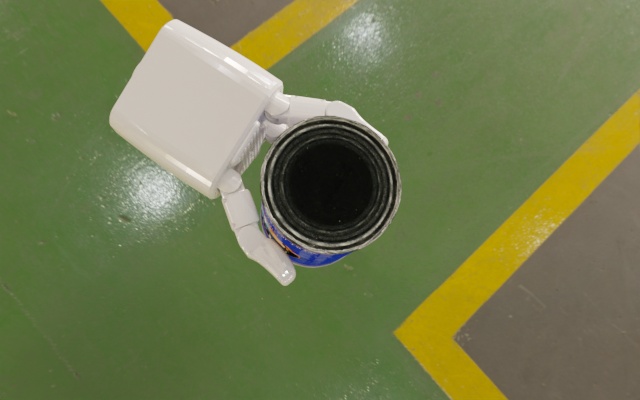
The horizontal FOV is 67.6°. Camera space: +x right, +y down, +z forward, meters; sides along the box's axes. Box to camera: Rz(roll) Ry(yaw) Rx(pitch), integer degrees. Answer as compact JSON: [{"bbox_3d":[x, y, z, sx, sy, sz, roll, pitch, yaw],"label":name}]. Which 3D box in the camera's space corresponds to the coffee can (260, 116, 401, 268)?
[{"bbox_3d":[0.000,0.002,0.407,0.103,0.102,0.140,0,-11,-7],"label":"coffee can"}]
